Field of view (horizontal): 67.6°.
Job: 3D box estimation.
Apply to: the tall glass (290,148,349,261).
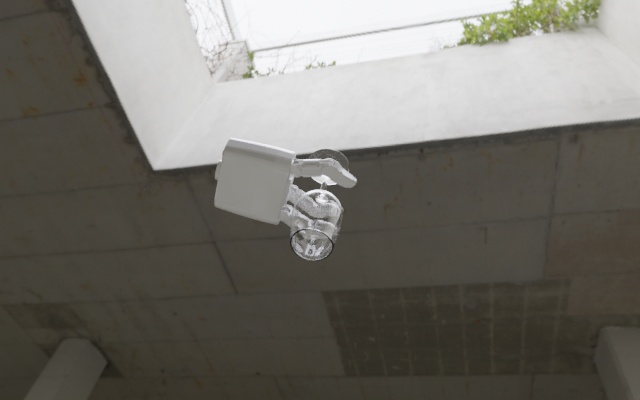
[{"bbox_3d":[0.000,0.002,0.745,0.079,0.079,0.201,0,38,9],"label":"tall glass"}]
